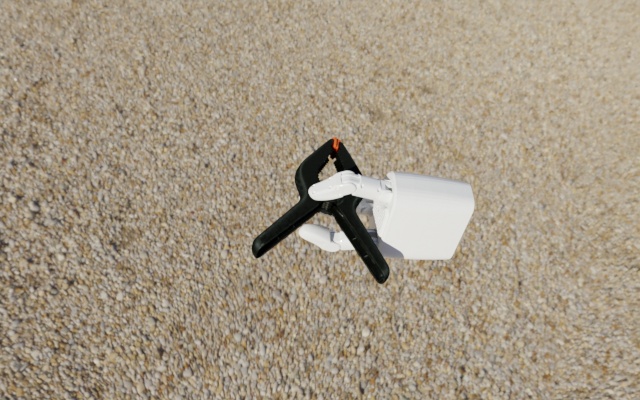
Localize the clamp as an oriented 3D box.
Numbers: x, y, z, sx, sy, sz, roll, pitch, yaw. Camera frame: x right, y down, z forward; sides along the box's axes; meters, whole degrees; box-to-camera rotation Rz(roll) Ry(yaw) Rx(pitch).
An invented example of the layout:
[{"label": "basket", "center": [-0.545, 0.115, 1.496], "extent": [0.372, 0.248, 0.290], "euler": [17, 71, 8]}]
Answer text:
[{"label": "clamp", "center": [0.001, 0.001, 0.605], "extent": [0.164, 0.209, 0.036], "euler": [8, -37, -12]}]
